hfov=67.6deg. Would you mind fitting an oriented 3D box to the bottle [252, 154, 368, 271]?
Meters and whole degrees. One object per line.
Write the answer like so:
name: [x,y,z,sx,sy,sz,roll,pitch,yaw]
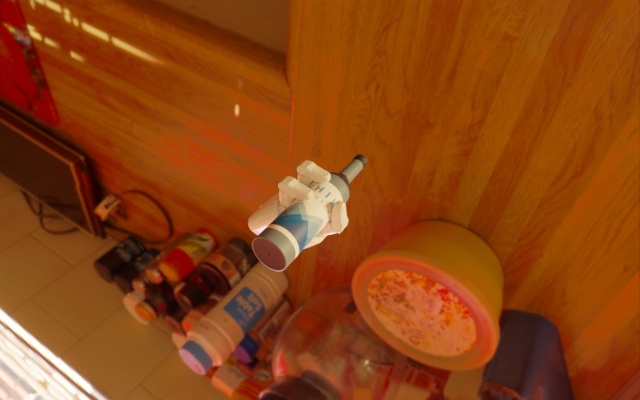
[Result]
bottle: [0.000,0.003,0.823,0.069,0.069,0.295,0,33,40]
